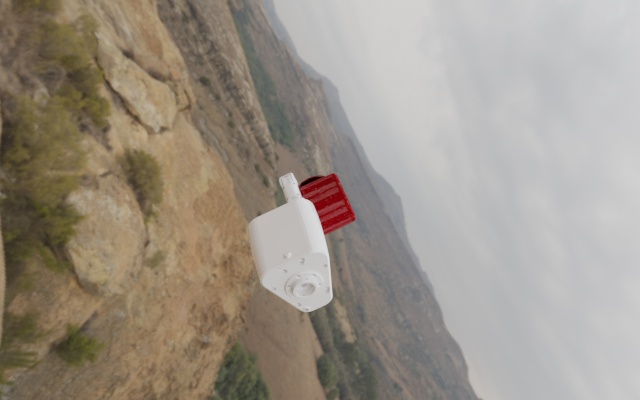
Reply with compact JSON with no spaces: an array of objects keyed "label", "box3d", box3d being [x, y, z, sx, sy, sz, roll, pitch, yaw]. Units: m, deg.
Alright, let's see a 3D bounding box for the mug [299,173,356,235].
[{"label":"mug","box3d":[0.000,0.002,0.746,0.081,0.093,0.117,-25,40,3]}]
